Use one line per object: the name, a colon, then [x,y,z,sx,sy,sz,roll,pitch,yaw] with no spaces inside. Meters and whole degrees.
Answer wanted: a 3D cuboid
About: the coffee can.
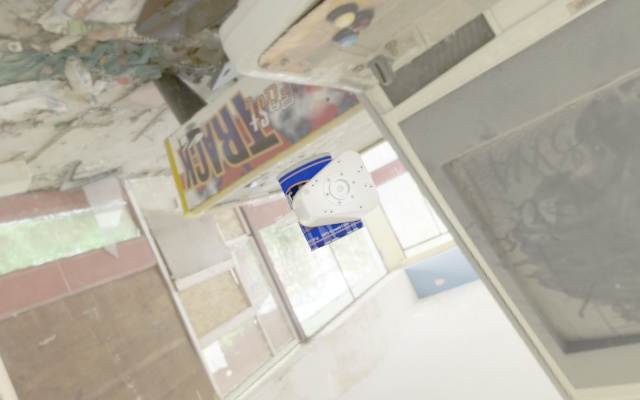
coffee can: [0.000,0.003,0.813,0.103,0.140,0.103,-25,-4,-2]
